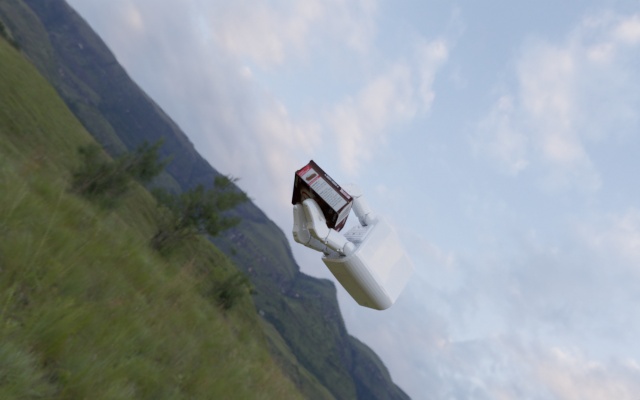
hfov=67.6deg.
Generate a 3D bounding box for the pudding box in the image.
[{"bbox_3d":[0.000,0.002,0.718,0.039,0.090,0.113,-41,-14,-23],"label":"pudding box"}]
